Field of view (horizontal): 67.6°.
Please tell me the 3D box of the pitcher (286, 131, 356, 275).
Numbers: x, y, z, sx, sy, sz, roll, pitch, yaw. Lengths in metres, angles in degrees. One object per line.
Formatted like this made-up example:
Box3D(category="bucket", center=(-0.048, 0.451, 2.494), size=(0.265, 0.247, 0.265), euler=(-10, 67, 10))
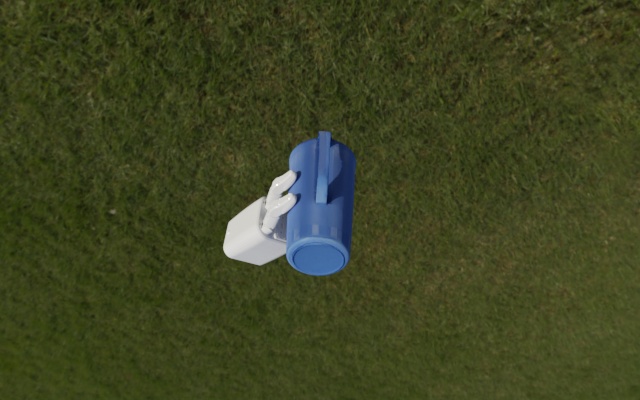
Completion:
Box3D(category="pitcher", center=(0.000, 0.003, 0.866), size=(0.145, 0.242, 0.149), euler=(-29, -51, 30))
